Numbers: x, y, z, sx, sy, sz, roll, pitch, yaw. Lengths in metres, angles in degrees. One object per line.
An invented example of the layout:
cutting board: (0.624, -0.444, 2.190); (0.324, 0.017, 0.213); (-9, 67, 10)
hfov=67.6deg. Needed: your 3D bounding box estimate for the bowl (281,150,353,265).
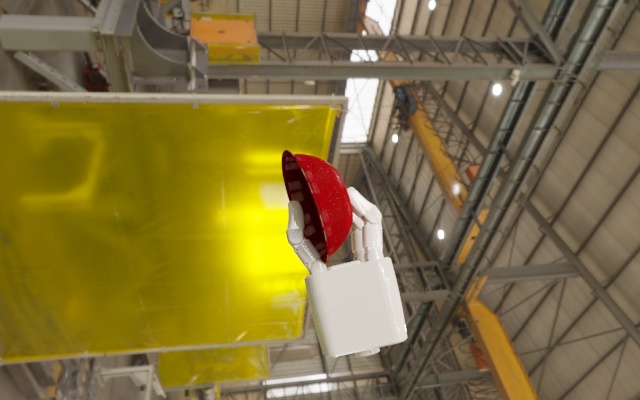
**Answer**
bowl: (0.000, 0.001, 0.643); (0.055, 0.162, 0.162); (-20, 5, -14)
